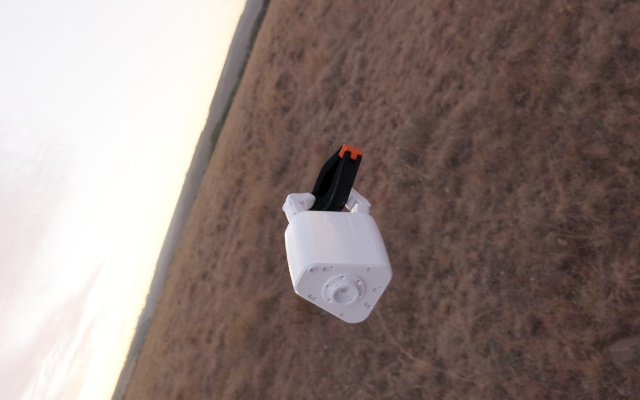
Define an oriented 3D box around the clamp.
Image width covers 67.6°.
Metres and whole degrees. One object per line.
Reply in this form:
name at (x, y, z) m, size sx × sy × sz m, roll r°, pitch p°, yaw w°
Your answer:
clamp at (0.000, 0.002, 0.715) m, size 0.036 × 0.210 × 0.164 m, roll 16°, pitch 27°, yaw -20°
